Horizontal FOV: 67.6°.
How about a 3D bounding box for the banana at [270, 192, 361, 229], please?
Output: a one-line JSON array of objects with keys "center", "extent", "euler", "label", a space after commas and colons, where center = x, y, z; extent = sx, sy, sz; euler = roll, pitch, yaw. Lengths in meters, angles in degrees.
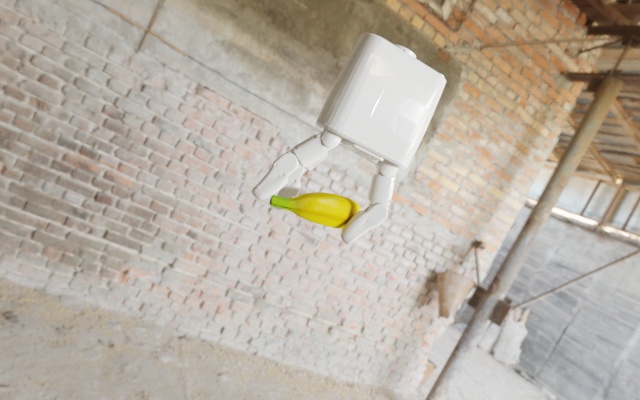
[{"center": [0.015, 0.009, 0.571], "extent": [0.069, 0.037, 0.198], "euler": [25, 4, 21], "label": "banana"}]
